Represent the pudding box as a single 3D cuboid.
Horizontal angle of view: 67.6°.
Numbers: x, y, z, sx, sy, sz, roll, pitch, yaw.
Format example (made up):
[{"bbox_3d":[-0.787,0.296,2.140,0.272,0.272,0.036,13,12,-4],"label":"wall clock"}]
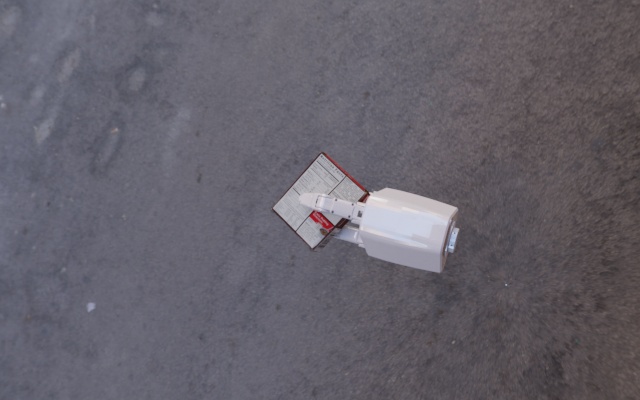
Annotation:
[{"bbox_3d":[0.000,0.002,0.672,0.090,0.113,0.039,44,5,17],"label":"pudding box"}]
